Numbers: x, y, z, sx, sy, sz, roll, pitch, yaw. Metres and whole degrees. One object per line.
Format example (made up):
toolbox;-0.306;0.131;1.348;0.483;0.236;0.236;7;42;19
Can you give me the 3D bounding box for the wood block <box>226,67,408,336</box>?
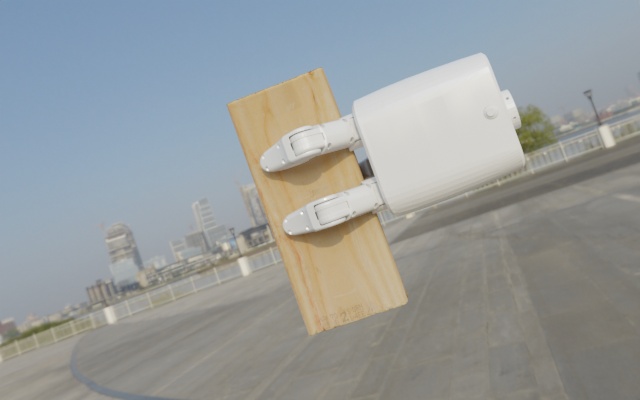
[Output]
wood block;0.000;0.001;0.437;0.090;0.206;0.091;-20;-2;6
